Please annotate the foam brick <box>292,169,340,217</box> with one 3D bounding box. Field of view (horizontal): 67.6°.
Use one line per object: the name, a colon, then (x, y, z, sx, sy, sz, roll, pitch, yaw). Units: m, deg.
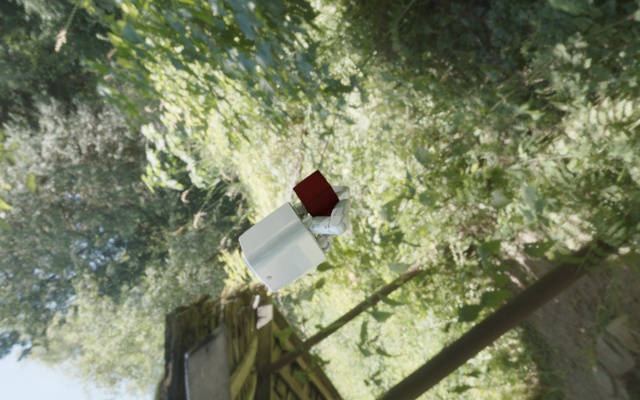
foam brick: (0.000, 0.002, 0.758, 0.051, 0.078, 0.053, -34, 41, -3)
